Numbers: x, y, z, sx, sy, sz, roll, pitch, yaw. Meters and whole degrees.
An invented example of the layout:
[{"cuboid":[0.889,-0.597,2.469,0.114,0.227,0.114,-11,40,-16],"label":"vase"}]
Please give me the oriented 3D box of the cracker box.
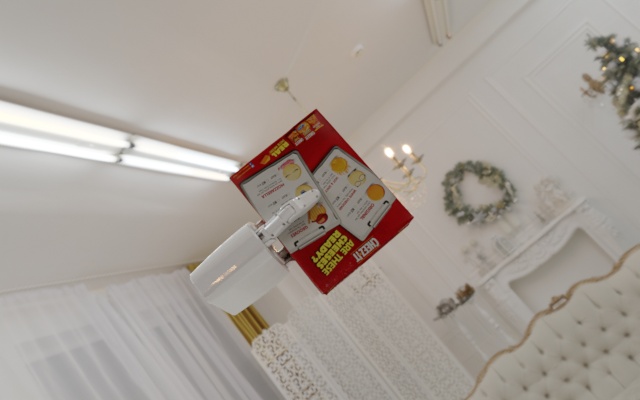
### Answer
[{"cuboid":[0.000,0.002,0.689,0.164,0.213,0.072,-39,-12,-4],"label":"cracker box"}]
